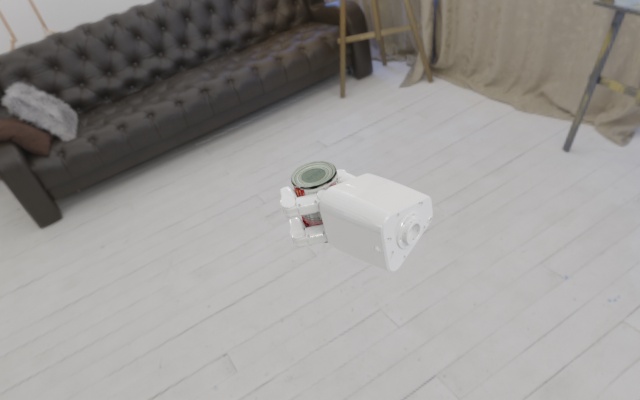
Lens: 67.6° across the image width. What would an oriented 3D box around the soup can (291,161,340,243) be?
[{"bbox_3d":[0.000,0.002,0.699,0.068,0.102,0.068,-10,36,7],"label":"soup can"}]
